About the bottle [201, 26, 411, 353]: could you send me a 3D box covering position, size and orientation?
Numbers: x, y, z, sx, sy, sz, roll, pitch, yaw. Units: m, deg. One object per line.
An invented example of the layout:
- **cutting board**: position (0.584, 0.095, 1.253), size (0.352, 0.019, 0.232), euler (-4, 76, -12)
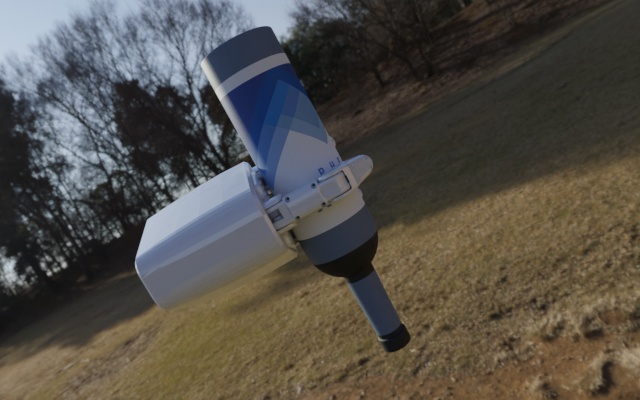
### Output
- **bottle**: position (0.000, 0.001, 0.413), size (0.069, 0.296, 0.069), euler (-28, 7, 4)
